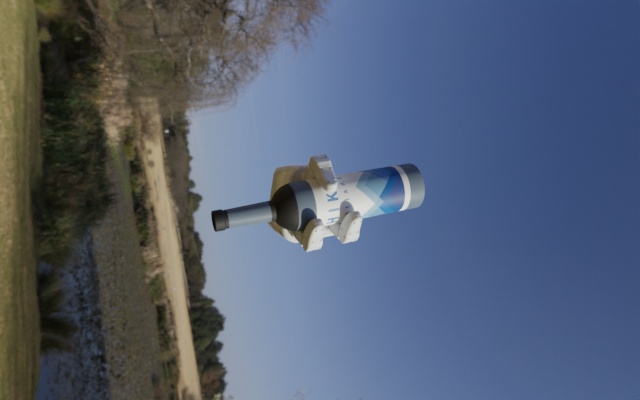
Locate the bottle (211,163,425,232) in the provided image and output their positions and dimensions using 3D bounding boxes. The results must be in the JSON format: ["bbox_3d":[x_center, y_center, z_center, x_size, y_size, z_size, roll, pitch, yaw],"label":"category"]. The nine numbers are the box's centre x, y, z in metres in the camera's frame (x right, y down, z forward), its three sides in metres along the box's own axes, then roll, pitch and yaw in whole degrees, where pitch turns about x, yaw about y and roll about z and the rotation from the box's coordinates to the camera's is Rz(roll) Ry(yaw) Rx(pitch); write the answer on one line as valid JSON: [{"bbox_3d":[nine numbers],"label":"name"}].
[{"bbox_3d":[0.000,0.002,0.655,0.295,0.069,0.069,-10,3,-20],"label":"bottle"}]
